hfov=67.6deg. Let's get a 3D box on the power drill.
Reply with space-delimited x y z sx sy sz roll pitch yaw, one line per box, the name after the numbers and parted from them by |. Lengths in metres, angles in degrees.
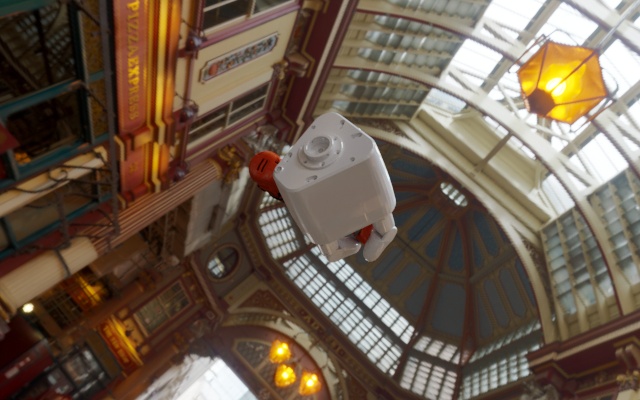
0.000 0.002 0.685 0.187 0.057 0.184 25 -4 16 | power drill
